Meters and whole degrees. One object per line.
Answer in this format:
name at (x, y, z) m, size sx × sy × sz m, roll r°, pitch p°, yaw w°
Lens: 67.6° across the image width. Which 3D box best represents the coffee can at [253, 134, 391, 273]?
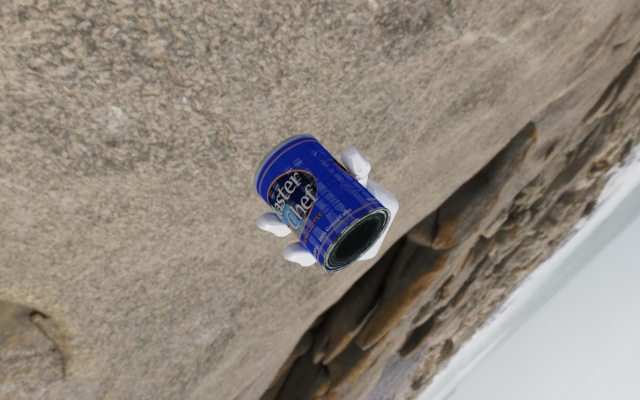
coffee can at (0.000, 0.002, 0.576) m, size 0.140 × 0.103 × 0.103 m, roll 47°, pitch 25°, yaw 26°
